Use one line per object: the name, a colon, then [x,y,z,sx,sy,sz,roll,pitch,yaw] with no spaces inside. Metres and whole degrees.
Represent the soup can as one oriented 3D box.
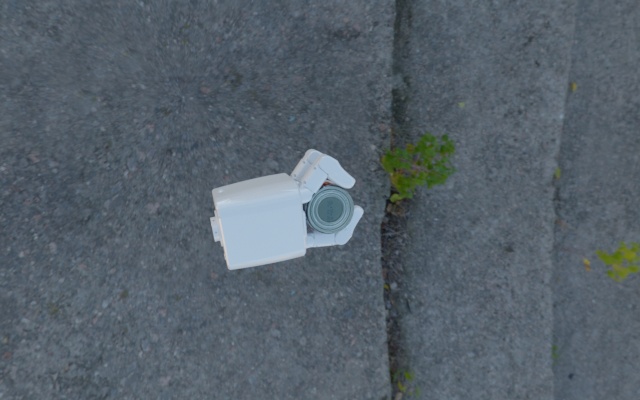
soup can: [0.001,0.002,0.673,0.068,0.068,0.102,0,12,-16]
